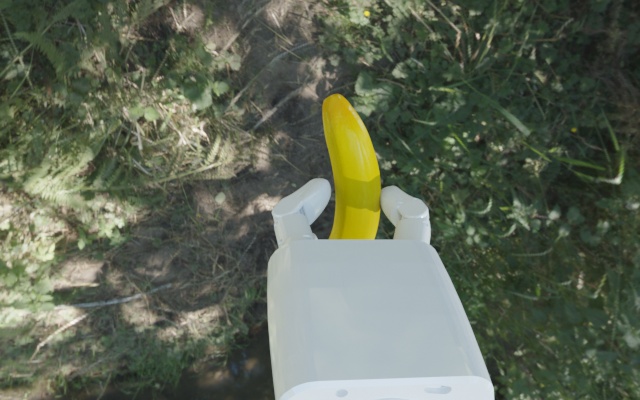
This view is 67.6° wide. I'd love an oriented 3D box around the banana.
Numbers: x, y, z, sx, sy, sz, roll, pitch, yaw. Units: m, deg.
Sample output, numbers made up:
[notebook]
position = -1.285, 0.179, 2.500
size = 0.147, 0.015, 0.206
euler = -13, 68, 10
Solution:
[banana]
position = 0.017, 0.009, 0.409
size = 0.069, 0.198, 0.037
euler = 16, 34, 4
